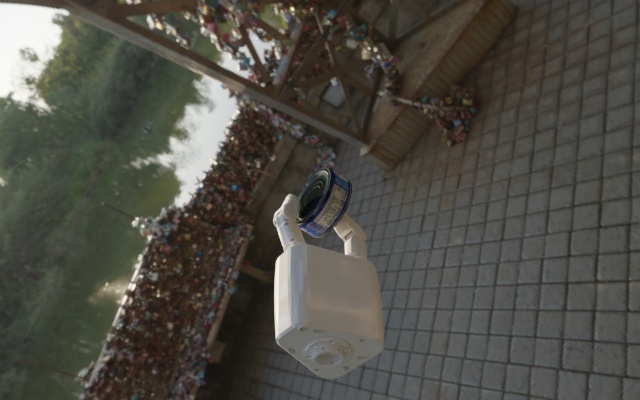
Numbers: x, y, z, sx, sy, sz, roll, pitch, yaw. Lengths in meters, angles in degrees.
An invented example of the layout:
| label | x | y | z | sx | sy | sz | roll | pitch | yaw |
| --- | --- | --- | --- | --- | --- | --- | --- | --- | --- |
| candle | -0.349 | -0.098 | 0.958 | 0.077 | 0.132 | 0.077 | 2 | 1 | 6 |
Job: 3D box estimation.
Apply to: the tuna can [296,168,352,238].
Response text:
| label | x | y | z | sx | sy | sz | roll | pitch | yaw |
| --- | --- | --- | --- | --- | --- | --- | --- | --- | --- |
| tuna can | 0.000 | 0.002 | 0.603 | 0.034 | 0.086 | 0.086 | 31 | -13 | -23 |
